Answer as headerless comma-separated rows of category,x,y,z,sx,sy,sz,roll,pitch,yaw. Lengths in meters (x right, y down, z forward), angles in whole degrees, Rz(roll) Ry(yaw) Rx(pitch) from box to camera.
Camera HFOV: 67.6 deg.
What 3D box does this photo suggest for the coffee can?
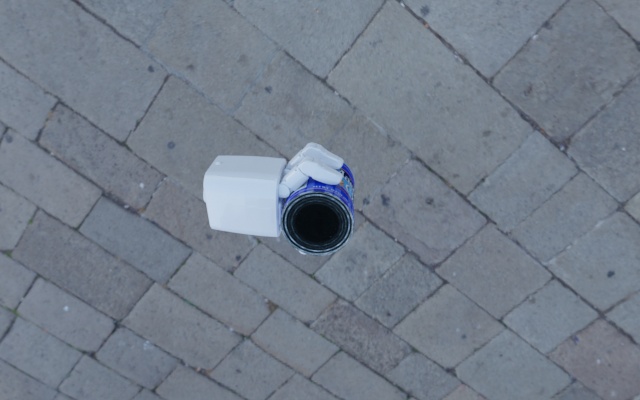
coffee can,0.000,0.002,0.718,0.103,0.103,0.140,0,26,4
